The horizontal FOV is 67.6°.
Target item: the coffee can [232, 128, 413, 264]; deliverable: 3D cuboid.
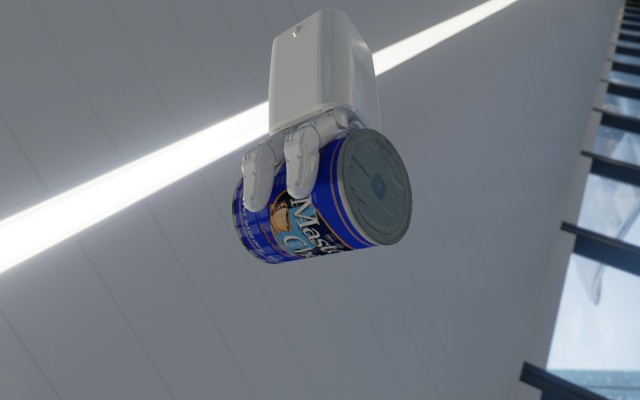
[{"bbox_3d":[0.000,0.002,0.453,0.140,0.103,0.103,-15,-10,40],"label":"coffee can"}]
